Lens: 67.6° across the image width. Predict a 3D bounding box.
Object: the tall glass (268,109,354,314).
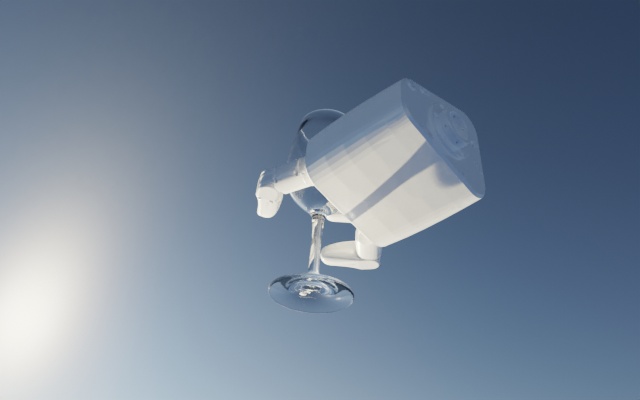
[{"bbox_3d":[0.000,0.002,0.466,0.079,0.201,0.079,3,-37,3],"label":"tall glass"}]
